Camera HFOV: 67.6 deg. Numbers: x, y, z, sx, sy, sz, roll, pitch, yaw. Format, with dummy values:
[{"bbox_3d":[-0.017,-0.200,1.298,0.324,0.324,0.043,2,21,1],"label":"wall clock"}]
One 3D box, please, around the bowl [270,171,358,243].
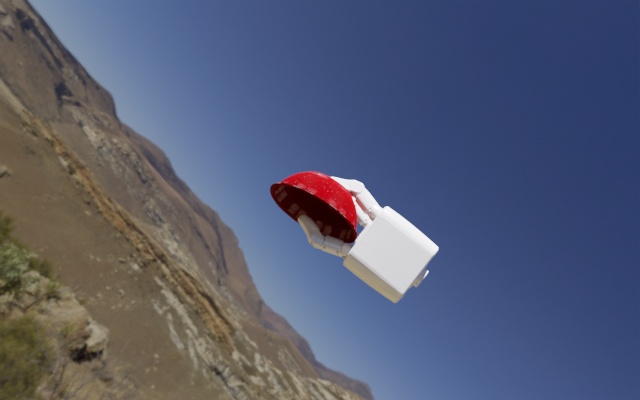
[{"bbox_3d":[-0.001,0.001,0.772,0.162,0.055,0.162,27,-21,11],"label":"bowl"}]
